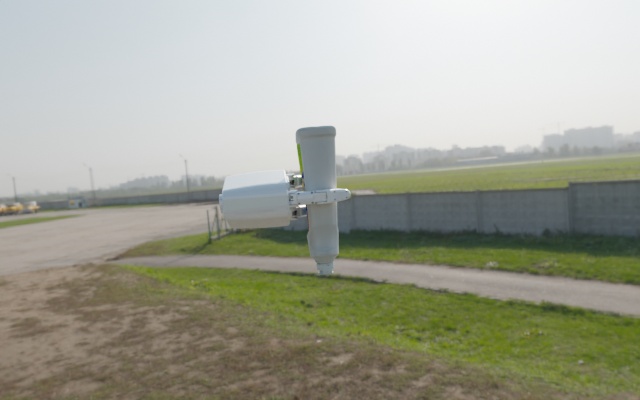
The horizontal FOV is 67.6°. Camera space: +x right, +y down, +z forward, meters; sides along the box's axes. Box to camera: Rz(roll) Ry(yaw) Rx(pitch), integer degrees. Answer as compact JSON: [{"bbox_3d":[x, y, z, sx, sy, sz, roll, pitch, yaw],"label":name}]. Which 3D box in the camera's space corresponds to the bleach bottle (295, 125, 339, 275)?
[{"bbox_3d":[0.000,0.003,0.822,0.068,0.251,0.102,-5,3,-5],"label":"bleach bottle"}]
